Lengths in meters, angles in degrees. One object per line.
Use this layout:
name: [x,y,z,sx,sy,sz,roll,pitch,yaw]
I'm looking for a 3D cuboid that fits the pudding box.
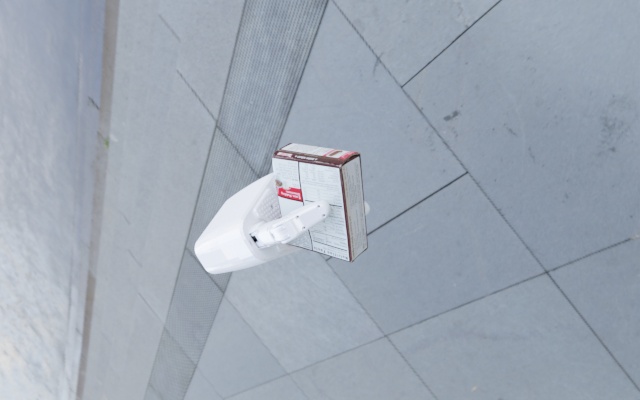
pudding box: [0.000,0.002,0.499,0.090,0.113,0.039,12,34,33]
